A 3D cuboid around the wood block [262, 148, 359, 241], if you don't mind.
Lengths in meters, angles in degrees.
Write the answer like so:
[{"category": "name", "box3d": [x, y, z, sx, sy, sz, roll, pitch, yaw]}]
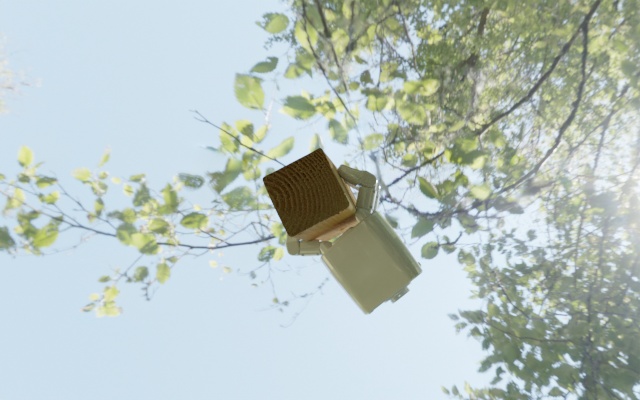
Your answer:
[{"category": "wood block", "box3d": [0.000, 0.003, 0.707, 0.091, 0.090, 0.206, -28, -12, 6]}]
